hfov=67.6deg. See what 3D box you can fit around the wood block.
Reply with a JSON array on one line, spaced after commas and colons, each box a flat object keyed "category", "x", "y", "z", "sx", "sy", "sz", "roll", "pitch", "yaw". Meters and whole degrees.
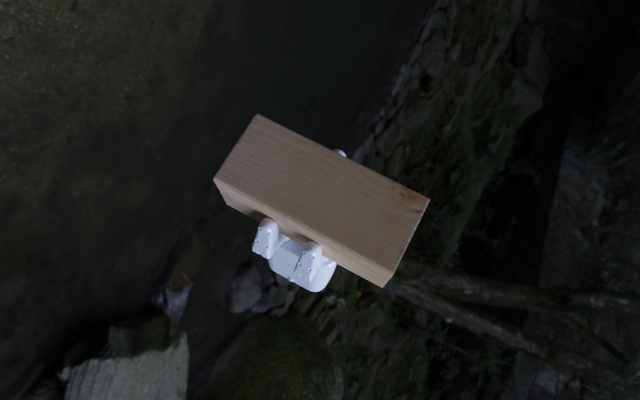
[{"category": "wood block", "x": 0.000, "y": 0.002, "z": 0.526, "sx": 0.206, "sy": 0.090, "sz": 0.090, "roll": 27, "pitch": -17, "yaw": 9}]
